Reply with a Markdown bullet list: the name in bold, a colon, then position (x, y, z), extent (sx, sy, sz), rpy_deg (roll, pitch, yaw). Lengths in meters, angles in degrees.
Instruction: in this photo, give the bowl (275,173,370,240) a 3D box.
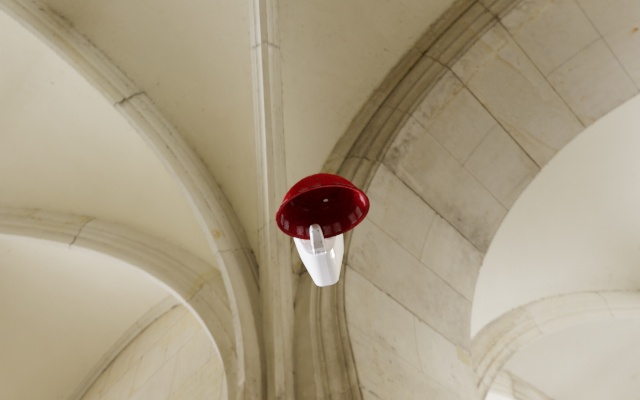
- **bowl**: position (0.000, 0.002, 0.819), extent (0.162, 0.055, 0.162), rpy_deg (-8, -35, -6)
